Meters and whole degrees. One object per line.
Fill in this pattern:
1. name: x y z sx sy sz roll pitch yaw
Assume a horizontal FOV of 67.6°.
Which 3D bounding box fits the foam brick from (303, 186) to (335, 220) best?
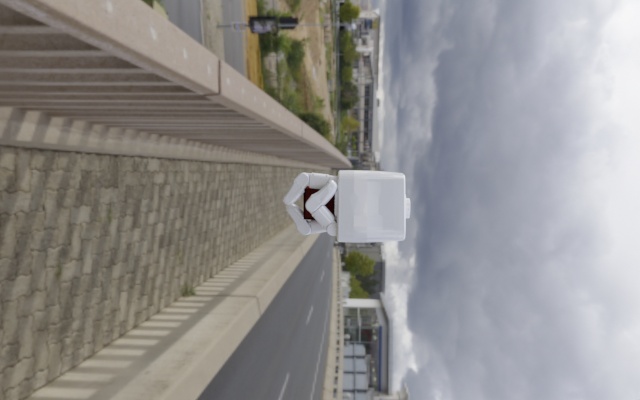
1. foam brick: 0.000 0.003 0.807 0.051 0.053 0.078 0 7 3
